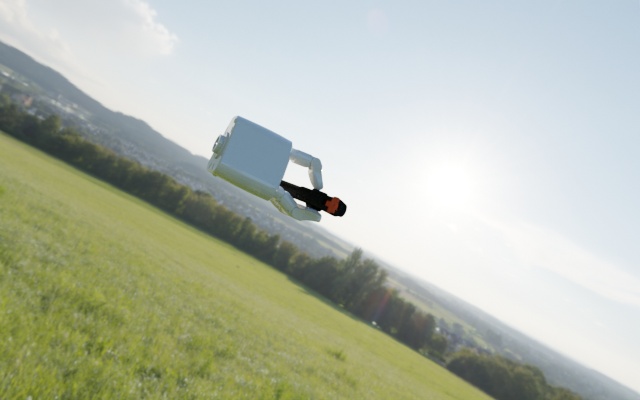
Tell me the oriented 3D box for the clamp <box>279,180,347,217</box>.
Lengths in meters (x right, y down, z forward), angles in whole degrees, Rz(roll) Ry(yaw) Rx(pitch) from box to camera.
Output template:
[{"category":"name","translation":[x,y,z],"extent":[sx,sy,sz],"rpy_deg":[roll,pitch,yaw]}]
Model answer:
[{"category":"clamp","translation":[0.000,0.002,0.861],"extent":[0.164,0.036,0.210],"rpy_deg":[23,-2,-24]}]
